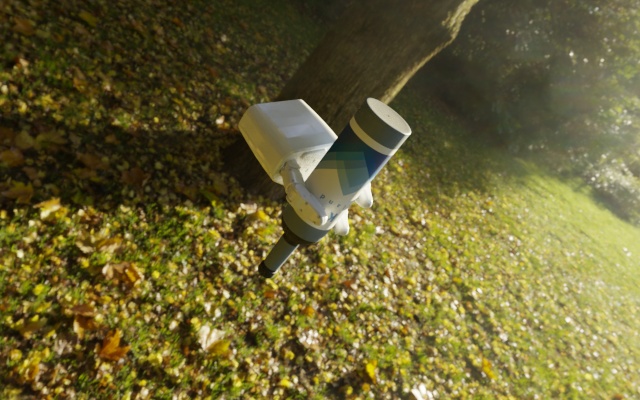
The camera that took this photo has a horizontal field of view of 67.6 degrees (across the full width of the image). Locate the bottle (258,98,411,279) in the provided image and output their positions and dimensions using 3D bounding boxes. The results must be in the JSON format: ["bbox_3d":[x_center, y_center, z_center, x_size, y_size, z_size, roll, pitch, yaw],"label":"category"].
[{"bbox_3d":[0.000,0.002,0.631,0.069,0.069,0.296,0,-44,-49],"label":"bottle"}]
